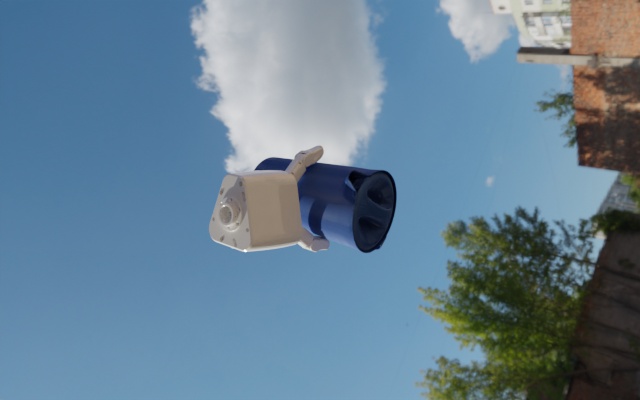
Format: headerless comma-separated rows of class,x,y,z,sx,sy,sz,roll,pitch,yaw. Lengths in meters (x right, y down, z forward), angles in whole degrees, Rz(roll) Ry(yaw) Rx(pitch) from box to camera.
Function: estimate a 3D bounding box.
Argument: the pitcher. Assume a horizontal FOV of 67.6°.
pitcher,0.000,0.003,0.819,0.243,0.149,0.145,14,14,36
